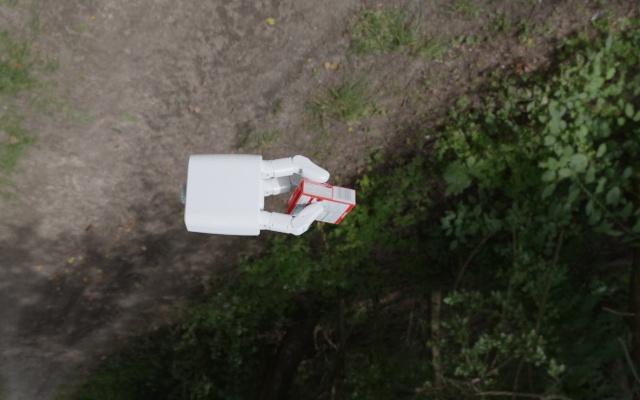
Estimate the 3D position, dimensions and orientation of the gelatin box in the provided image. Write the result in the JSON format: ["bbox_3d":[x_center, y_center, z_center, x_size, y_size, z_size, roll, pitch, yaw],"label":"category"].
[{"bbox_3d":[0.000,0.003,0.742,0.089,0.030,0.073,12,-31,-16],"label":"gelatin box"}]
